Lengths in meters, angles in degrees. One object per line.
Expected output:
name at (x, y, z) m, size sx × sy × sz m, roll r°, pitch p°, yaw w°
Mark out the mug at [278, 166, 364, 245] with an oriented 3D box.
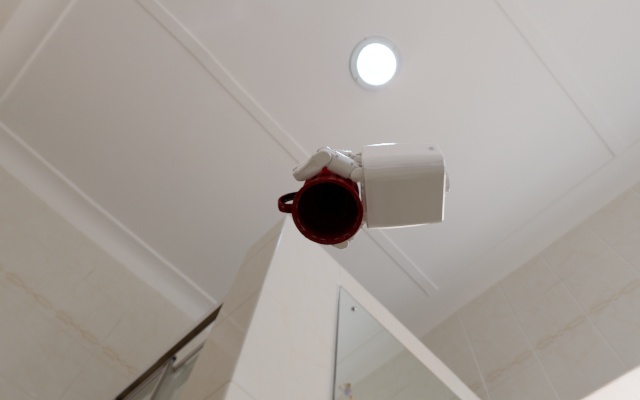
mug at (-0.001, 0.002, 0.652) m, size 0.117 × 0.093 × 0.081 m, roll -3°, pitch 21°, yaw 6°
